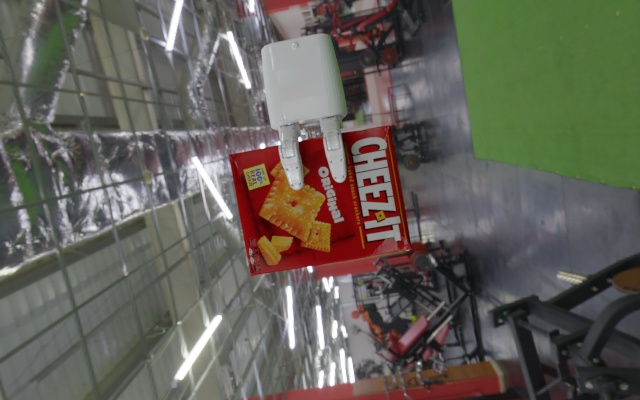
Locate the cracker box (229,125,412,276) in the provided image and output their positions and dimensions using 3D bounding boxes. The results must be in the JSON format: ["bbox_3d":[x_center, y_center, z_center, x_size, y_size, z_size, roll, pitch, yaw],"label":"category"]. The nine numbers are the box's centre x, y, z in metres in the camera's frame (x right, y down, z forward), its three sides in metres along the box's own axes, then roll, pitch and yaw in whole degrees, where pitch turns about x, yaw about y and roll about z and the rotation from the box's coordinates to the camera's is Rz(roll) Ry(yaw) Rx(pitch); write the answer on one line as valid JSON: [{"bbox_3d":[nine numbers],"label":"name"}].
[{"bbox_3d":[0.000,0.002,0.633,0.214,0.164,0.072,-10,-2,5],"label":"cracker box"}]
